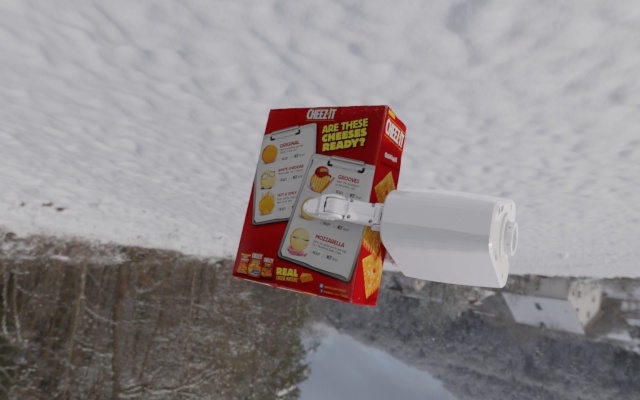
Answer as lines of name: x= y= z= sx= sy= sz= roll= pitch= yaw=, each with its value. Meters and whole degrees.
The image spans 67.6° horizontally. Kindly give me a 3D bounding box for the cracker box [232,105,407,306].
cracker box: x=0.000 y=0.002 z=0.561 sx=0.164 sy=0.213 sz=0.072 roll=5 pitch=-12 yaw=32
